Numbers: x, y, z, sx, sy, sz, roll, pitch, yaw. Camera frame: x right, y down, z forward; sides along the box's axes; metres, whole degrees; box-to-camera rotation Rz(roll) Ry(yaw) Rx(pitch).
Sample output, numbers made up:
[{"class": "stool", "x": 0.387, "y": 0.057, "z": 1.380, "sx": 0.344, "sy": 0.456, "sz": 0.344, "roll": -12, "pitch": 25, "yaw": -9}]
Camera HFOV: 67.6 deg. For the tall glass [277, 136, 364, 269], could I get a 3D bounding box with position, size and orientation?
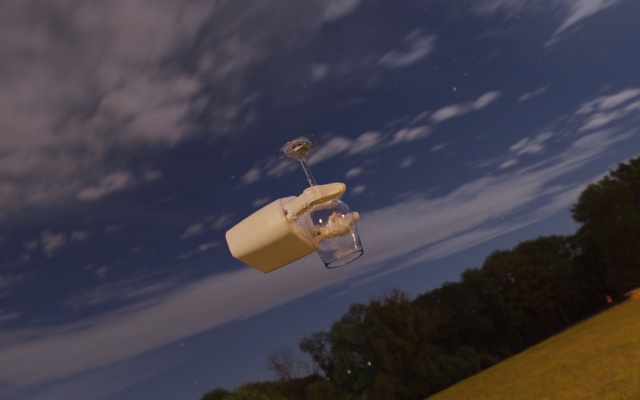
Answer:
[{"class": "tall glass", "x": 0.000, "y": 0.002, "z": 0.744, "sx": 0.079, "sy": 0.201, "sz": 0.079, "roll": -20, "pitch": -20, "yaw": -8}]
